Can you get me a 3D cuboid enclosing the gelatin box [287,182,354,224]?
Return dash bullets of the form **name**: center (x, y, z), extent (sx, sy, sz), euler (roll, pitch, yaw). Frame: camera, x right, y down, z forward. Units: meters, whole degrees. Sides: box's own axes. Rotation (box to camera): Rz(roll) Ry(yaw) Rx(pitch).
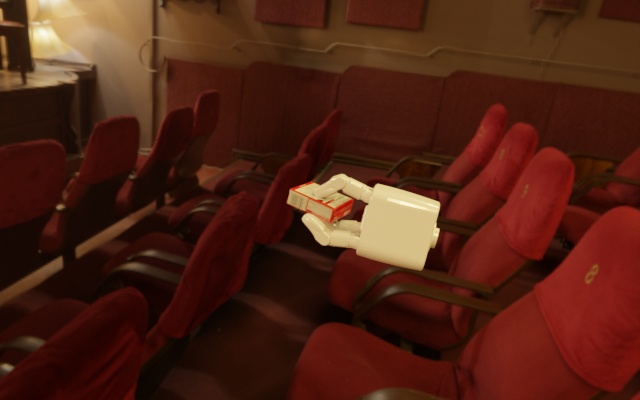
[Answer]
- **gelatin box**: center (0.000, 0.002, 0.801), extent (0.089, 0.030, 0.073), euler (24, 23, 22)
